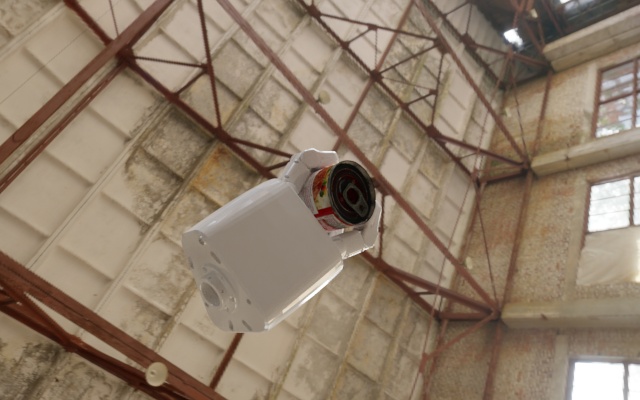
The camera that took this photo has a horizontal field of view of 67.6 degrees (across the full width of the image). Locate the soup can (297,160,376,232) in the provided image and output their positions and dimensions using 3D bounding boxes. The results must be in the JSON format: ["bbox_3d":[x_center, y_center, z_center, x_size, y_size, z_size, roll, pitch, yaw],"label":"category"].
[{"bbox_3d":[0.000,0.001,0.519,0.068,0.068,0.102,0,-11,-42],"label":"soup can"}]
